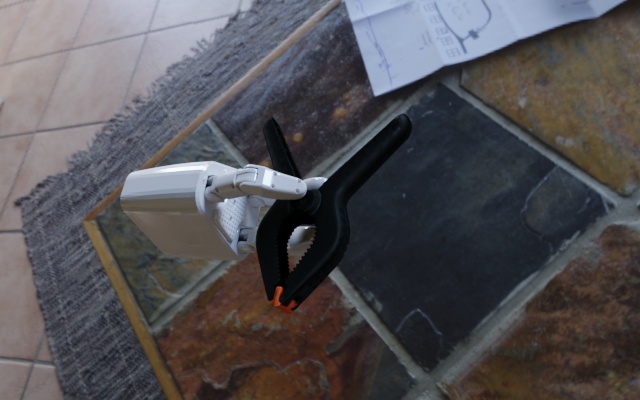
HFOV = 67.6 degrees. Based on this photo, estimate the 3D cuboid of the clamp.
[{"bbox_3d":[-0.001,0.002,0.453,0.164,0.210,0.036,-3,-27,26],"label":"clamp"}]
